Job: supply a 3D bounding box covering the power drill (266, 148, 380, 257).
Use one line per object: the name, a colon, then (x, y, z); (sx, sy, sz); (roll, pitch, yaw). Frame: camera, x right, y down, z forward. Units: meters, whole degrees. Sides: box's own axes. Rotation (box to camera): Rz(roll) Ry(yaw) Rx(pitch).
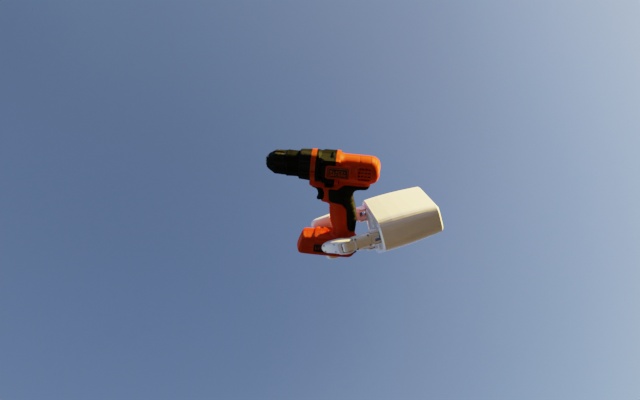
power drill: (0.000, 0.003, 0.802); (0.184, 0.188, 0.057); (6, 31, 5)
